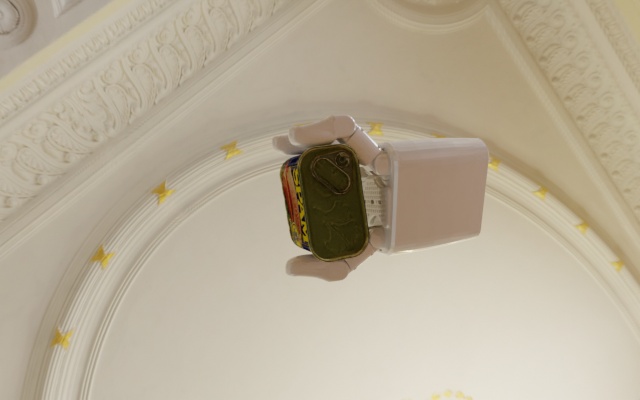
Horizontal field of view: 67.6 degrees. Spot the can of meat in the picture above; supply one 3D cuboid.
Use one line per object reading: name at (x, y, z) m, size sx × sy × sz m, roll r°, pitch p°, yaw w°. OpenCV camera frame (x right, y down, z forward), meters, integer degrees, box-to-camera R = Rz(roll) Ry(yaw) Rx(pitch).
can of meat at (0.000, 0.002, 0.456) m, size 0.057 × 0.102 × 0.084 m, roll -10°, pitch 4°, yaw -17°
